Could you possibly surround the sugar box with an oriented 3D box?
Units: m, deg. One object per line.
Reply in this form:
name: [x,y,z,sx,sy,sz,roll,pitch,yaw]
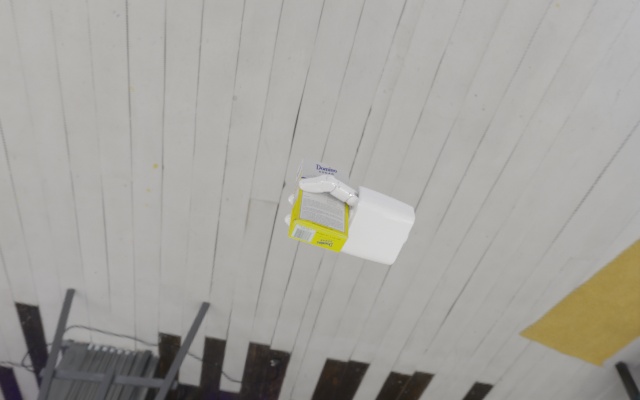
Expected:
sugar box: [0.000,0.003,0.826,0.093,0.048,0.176,19,36,-11]
